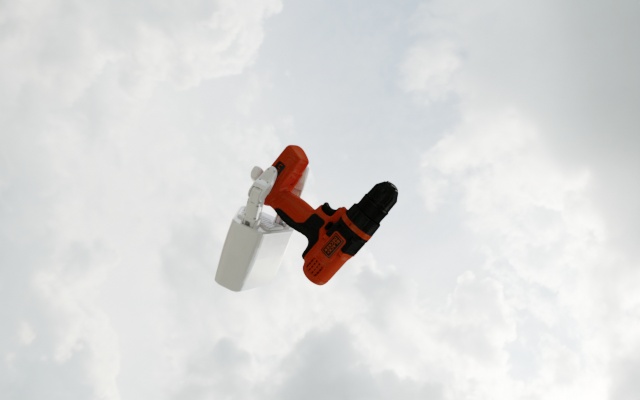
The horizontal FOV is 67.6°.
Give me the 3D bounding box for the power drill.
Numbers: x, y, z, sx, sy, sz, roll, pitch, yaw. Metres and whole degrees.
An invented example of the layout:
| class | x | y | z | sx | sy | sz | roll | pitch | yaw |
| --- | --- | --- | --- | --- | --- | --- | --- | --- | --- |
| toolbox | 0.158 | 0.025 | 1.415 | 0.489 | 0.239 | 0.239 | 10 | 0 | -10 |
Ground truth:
| class | x | y | z | sx | sy | sz | roll | pitch | yaw |
| --- | --- | --- | --- | --- | --- | --- | --- | --- | --- |
| power drill | 0.000 | 0.002 | 0.706 | 0.187 | 0.184 | 0.057 | 46 | 12 | 25 |
